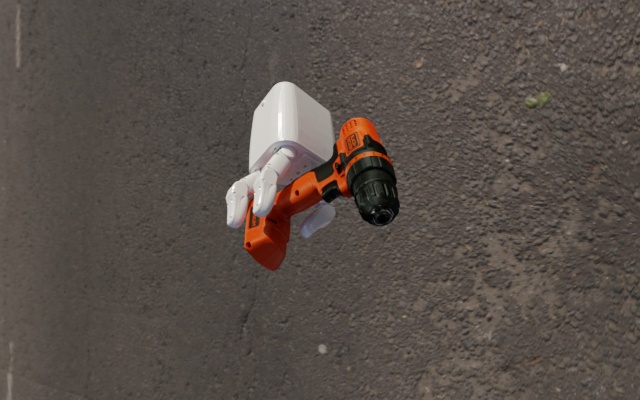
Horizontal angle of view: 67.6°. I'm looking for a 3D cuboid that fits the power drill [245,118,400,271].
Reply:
[{"bbox_3d":[0.000,0.002,0.542,0.188,0.057,0.184,-33,29,18],"label":"power drill"}]
